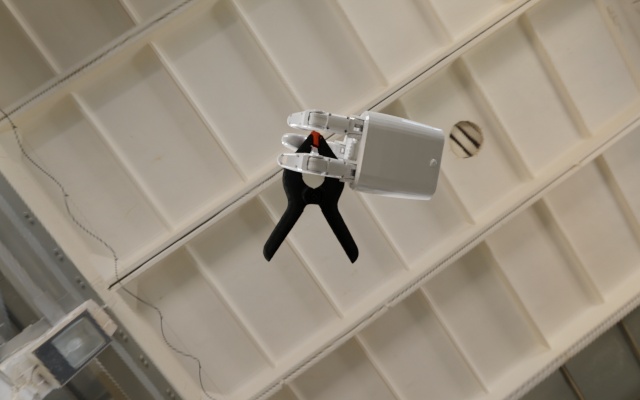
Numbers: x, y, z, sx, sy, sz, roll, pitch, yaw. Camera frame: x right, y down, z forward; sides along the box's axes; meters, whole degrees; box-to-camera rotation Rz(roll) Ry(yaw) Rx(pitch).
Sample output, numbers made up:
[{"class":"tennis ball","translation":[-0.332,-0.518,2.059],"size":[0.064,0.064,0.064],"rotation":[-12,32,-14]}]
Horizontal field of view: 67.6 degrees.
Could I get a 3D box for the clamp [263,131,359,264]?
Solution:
[{"class":"clamp","translation":[0.000,0.002,0.605],"size":[0.120,0.171,0.039],"rotation":[11,2,-12]}]
